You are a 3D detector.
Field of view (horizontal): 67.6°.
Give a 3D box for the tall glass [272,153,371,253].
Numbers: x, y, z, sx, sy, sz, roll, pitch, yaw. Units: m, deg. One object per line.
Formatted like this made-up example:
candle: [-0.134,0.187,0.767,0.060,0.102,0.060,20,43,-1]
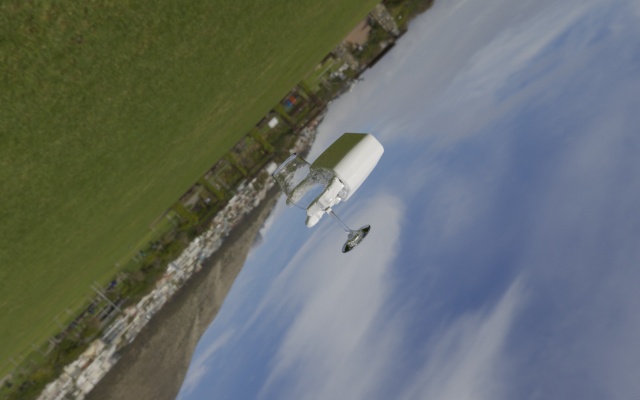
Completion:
tall glass: [0.001,0.004,0.894,0.079,0.201,0.079,-43,10,9]
